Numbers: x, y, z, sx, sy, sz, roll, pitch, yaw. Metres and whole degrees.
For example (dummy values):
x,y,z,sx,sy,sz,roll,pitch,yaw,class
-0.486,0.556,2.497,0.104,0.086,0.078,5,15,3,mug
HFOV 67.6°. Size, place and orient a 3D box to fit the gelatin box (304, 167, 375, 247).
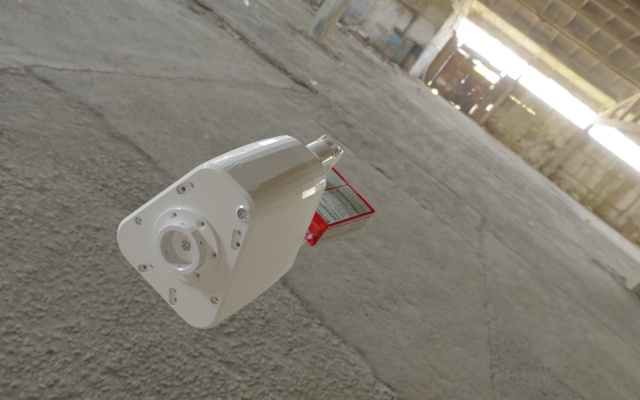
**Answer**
x,y,z,sx,sy,sz,roll,pitch,yaw,class
0.000,0.001,0.456,0.073,0.030,0.089,47,32,20,gelatin box
